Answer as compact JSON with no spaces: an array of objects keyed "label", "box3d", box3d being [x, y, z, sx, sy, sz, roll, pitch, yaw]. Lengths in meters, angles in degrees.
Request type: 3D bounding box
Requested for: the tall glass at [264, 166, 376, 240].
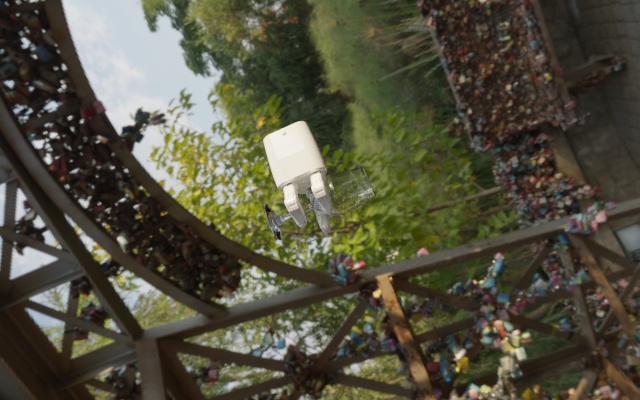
[{"label":"tall glass","box3d":[0.000,0.003,0.900,0.201,0.079,0.079,-23,-3,7]}]
